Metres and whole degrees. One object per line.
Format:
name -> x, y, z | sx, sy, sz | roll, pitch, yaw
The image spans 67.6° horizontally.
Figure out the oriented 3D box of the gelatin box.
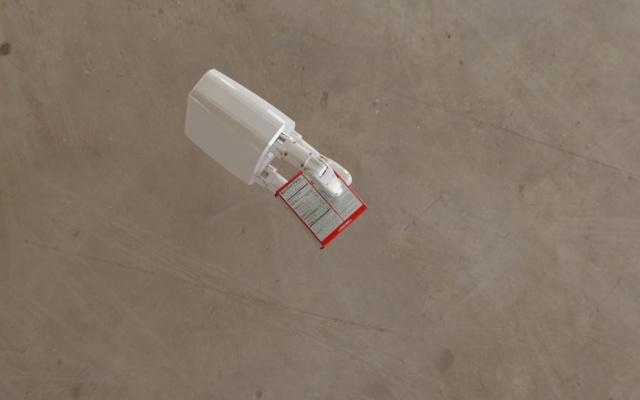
gelatin box -> 0.000, 0.002, 0.576 | 0.073, 0.089, 0.030 | -41, -3, -15
